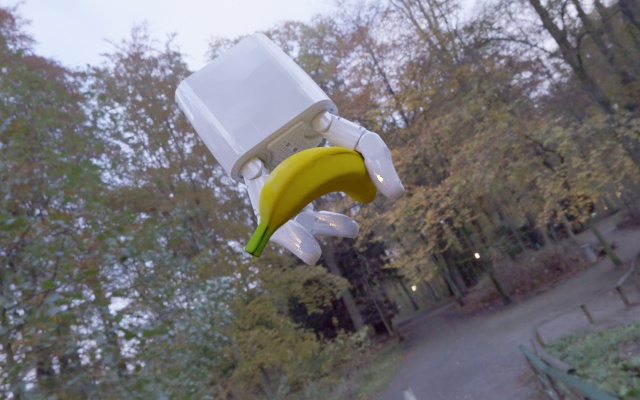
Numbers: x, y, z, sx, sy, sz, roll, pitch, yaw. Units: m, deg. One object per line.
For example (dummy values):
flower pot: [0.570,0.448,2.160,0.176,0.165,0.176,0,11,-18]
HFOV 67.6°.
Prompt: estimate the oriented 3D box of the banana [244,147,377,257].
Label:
banana: [0.005,-0.013,0.398,0.037,0.070,0.198,36,27,21]
